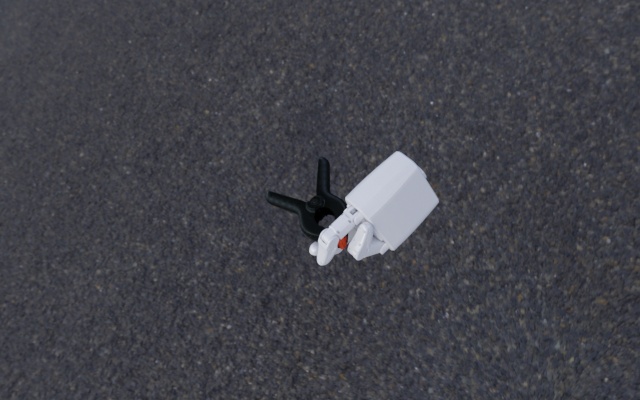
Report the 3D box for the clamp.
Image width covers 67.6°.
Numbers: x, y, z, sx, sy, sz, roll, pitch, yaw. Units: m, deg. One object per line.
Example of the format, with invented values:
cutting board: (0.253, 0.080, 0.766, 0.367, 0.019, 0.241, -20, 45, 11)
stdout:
clamp: (0.000, 0.002, 0.753, 0.171, 0.120, 0.039, 43, -5, 35)
